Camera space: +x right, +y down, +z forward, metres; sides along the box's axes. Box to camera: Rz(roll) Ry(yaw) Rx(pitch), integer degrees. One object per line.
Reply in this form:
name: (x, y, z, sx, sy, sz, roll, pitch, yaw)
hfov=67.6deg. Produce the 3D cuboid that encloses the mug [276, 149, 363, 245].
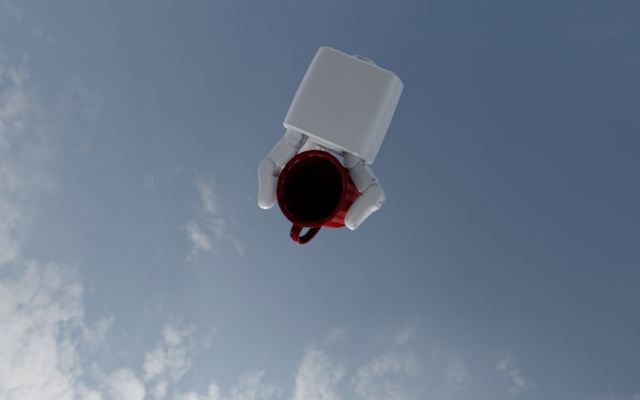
mug: (0.000, 0.003, 0.594, 0.093, 0.117, 0.081, 27, 4, 26)
